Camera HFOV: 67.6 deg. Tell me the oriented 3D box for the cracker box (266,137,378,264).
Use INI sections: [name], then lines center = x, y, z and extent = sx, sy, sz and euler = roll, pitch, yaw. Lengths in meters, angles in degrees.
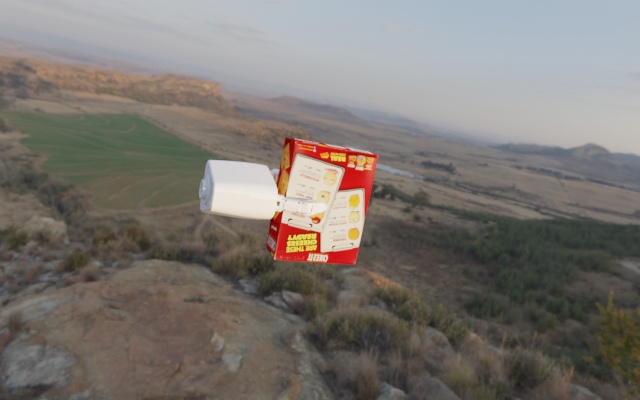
[cracker box]
center = 0.000, 0.003, 0.880
extent = 0.164, 0.214, 0.072
euler = 7, 12, -22
